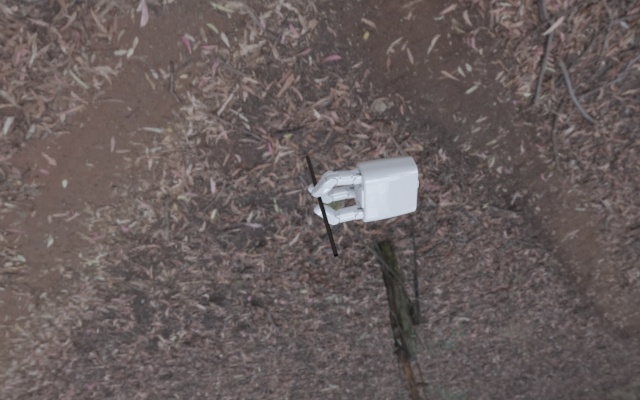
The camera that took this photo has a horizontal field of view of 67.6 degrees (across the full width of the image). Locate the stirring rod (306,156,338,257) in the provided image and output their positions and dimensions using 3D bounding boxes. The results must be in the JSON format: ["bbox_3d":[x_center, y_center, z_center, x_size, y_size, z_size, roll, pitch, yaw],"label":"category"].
[{"bbox_3d":[0.000,0.003,0.878,0.011,0.239,0.011,-10,-40,-8],"label":"stirring rod"}]
